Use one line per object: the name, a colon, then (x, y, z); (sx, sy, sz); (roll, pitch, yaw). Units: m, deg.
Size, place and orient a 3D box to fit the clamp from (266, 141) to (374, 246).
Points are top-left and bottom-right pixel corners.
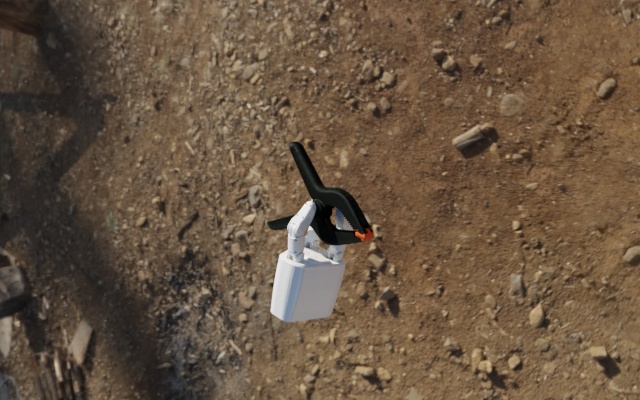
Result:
clamp: (0.000, 0.003, 0.781); (0.210, 0.164, 0.036); (23, 20, 35)
